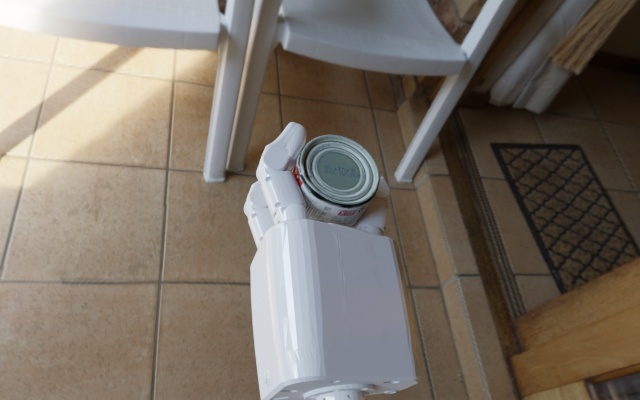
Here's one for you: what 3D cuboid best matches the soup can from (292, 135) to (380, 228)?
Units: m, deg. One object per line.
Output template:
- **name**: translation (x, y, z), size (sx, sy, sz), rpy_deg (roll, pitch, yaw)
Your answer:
- **soup can**: translation (0.000, 0.001, 0.404), size (0.068, 0.068, 0.102), rpy_deg (0, -31, -20)
